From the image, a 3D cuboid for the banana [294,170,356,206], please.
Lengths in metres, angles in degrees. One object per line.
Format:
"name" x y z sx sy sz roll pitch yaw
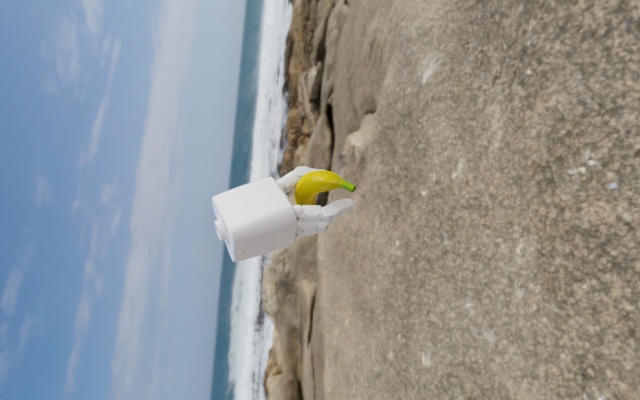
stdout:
"banana" -0.011 -0.012 0.808 0.037 0.069 0.198 -44 5 -24
